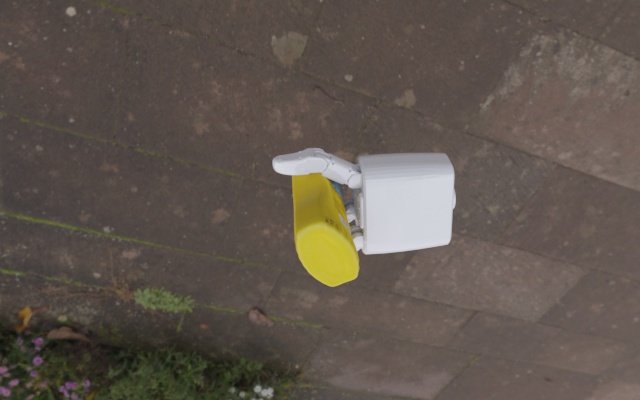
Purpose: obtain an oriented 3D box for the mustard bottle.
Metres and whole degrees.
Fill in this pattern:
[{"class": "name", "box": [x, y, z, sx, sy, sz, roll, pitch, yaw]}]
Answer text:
[{"class": "mustard bottle", "box": [0.000, 0.002, 0.566, 0.058, 0.096, 0.191, -24, 37, 12]}]
